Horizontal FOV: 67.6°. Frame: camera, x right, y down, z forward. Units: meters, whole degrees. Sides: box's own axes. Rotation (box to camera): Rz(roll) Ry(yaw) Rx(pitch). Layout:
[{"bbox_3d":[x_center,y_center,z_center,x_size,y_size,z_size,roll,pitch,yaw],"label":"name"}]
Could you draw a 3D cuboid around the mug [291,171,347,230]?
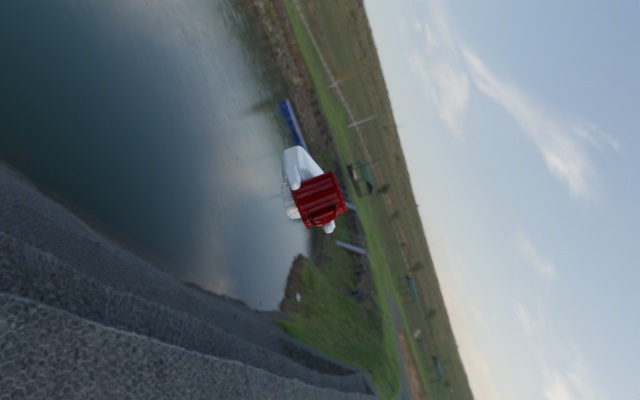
[{"bbox_3d":[0.001,0.004,0.871,0.081,0.093,0.117,-21,34,4],"label":"mug"}]
